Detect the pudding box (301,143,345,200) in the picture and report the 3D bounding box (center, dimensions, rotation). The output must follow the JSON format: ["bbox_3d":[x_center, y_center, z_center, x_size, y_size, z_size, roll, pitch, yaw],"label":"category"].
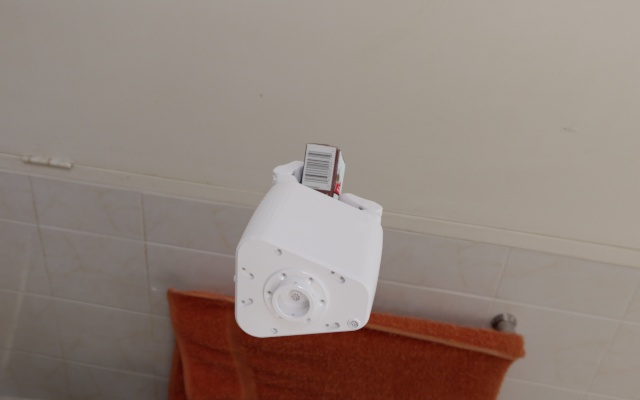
[{"bbox_3d":[0.000,0.002,0.523,0.039,0.113,0.090,9,-4,7],"label":"pudding box"}]
